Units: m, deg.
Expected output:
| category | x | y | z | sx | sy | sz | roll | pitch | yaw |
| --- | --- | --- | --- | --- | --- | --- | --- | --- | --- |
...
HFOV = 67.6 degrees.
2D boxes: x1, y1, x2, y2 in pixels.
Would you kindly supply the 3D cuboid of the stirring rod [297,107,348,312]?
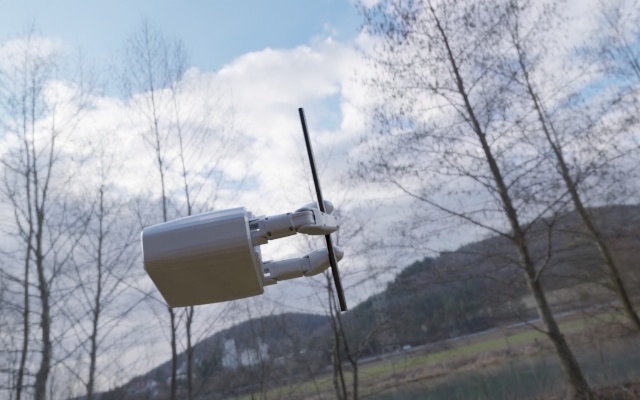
| category | x | y | z | sx | sy | sz | roll | pitch | yaw |
| --- | --- | --- | --- | --- | --- | --- | --- | --- | --- |
| stirring rod | 0.000 | 0.002 | 0.525 | 0.011 | 0.239 | 0.011 | -11 | -20 | -4 |
